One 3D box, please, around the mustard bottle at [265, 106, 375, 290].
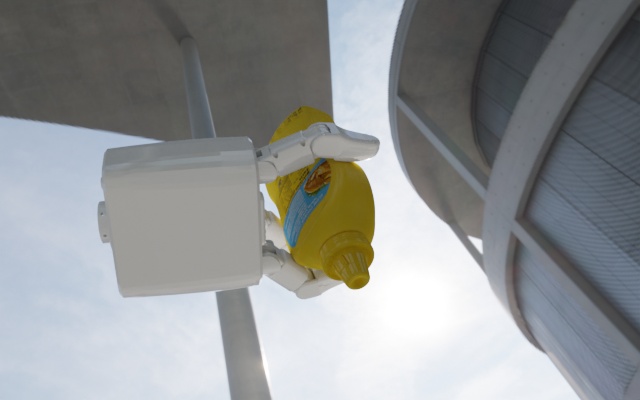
[{"bbox_3d":[0.000,0.001,0.409,0.058,0.096,0.191,17,29,-29],"label":"mustard bottle"}]
